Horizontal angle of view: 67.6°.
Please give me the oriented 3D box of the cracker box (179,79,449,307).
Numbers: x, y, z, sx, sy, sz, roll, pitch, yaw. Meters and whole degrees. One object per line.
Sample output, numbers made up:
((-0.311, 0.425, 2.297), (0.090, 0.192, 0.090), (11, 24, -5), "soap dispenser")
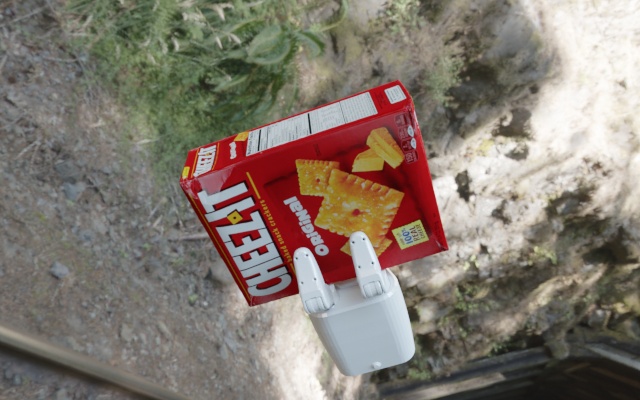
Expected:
((0.000, 0.001, 0.462), (0.214, 0.164, 0.072), (-18, 31, 6), "cracker box")
